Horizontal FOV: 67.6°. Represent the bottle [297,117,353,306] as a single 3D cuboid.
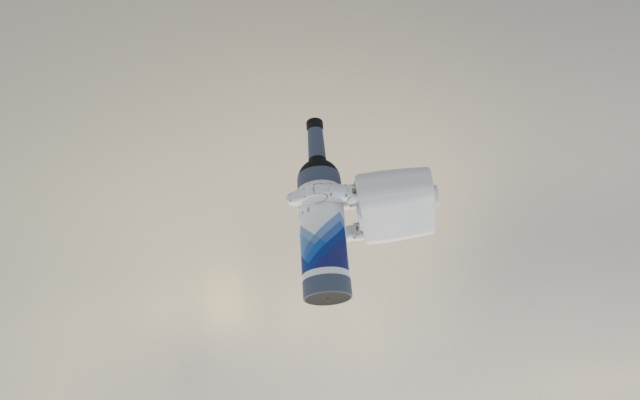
[{"bbox_3d":[0.000,0.003,0.708,0.069,0.295,0.069,-3,-28,-2],"label":"bottle"}]
